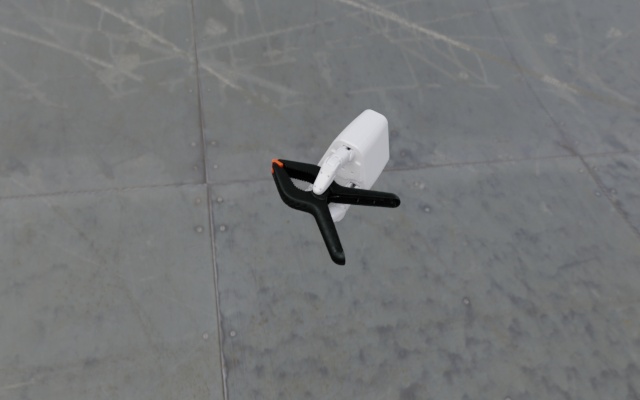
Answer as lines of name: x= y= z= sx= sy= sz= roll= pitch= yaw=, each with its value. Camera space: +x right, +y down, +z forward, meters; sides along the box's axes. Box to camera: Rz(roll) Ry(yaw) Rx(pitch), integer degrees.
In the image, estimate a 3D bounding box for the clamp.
clamp: x=0.000 y=0.002 z=0.742 sx=0.210 sy=0.036 sz=0.164 roll=28 pitch=50 yaw=15
